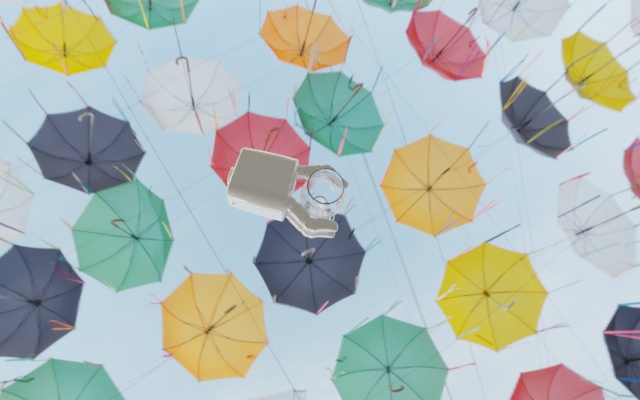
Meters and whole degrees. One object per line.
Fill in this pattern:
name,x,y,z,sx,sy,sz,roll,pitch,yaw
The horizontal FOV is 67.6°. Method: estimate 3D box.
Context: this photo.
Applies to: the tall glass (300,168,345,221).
tall glass,0.000,0.003,0.876,0.079,0.079,0.201,0,-16,-6
